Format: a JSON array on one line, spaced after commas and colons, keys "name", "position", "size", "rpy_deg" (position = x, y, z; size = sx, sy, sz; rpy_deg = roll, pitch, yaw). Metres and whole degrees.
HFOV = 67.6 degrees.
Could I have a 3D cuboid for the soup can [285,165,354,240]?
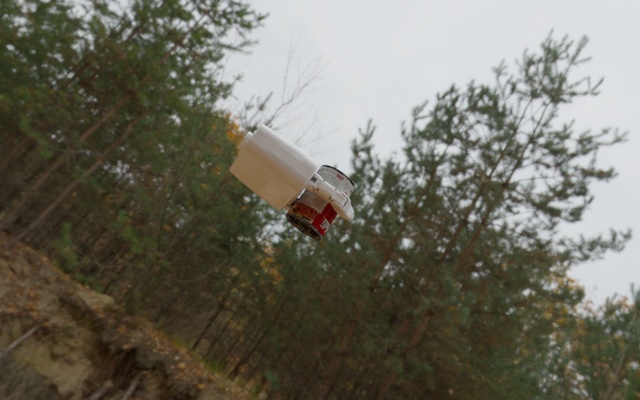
[{"name": "soup can", "position": [0.001, 0.003, 0.758], "size": [0.068, 0.102, 0.068], "rpy_deg": [31, -17, 11]}]
